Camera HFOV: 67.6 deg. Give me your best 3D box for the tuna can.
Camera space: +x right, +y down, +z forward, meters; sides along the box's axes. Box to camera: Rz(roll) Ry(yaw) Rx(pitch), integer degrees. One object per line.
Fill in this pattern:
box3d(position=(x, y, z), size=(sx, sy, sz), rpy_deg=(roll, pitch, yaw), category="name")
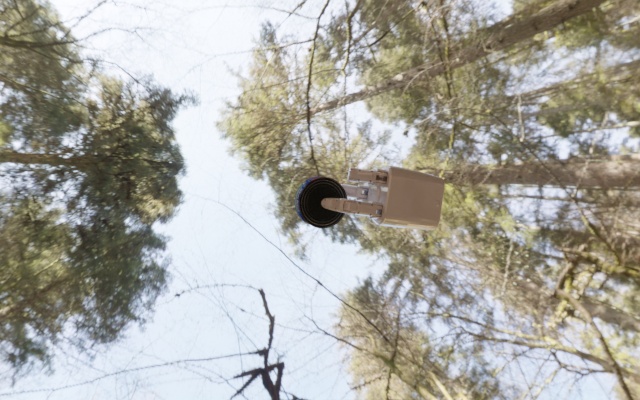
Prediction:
box3d(position=(0.000, 0.003, 0.806), size=(0.086, 0.086, 0.033), rpy_deg=(0, 5, -19), category="tuna can")
